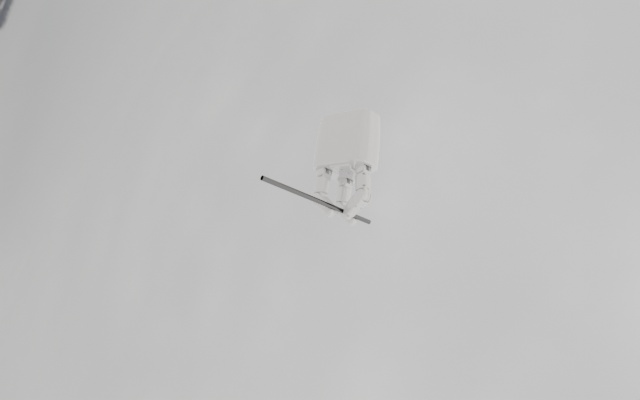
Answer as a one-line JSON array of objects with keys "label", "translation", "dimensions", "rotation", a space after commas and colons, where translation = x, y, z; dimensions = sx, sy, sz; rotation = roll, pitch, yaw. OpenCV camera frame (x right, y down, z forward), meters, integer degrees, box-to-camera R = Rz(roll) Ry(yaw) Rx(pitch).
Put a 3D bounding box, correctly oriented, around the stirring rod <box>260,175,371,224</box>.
[{"label": "stirring rod", "translation": [0.000, 0.002, 0.789], "dimensions": [0.239, 0.011, 0.011], "rotation": [23, -14, -38]}]
